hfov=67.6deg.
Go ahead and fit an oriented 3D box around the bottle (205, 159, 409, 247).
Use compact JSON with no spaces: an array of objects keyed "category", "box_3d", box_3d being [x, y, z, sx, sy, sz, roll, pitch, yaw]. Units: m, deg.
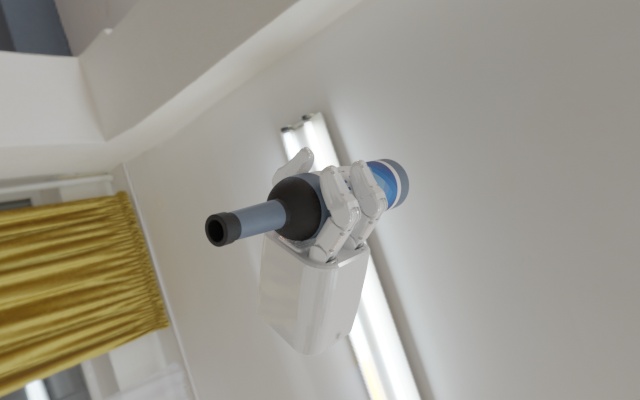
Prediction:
[{"category":"bottle","box_3d":[0.000,0.002,0.507,0.069,0.069,0.295,0,9,36]}]
